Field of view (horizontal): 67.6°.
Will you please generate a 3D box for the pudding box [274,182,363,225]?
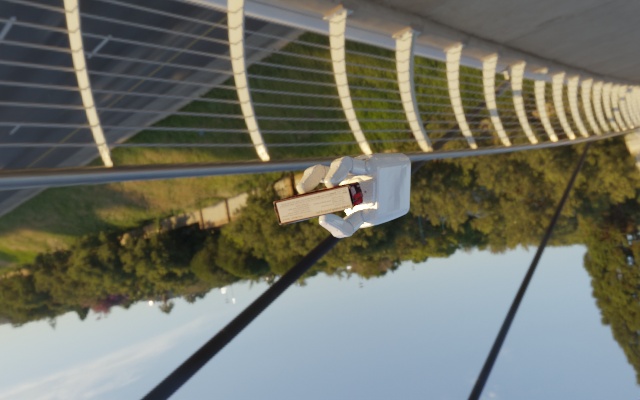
[{"bbox_3d":[0.000,0.002,0.694,0.113,0.039,0.090,-15,0,14],"label":"pudding box"}]
